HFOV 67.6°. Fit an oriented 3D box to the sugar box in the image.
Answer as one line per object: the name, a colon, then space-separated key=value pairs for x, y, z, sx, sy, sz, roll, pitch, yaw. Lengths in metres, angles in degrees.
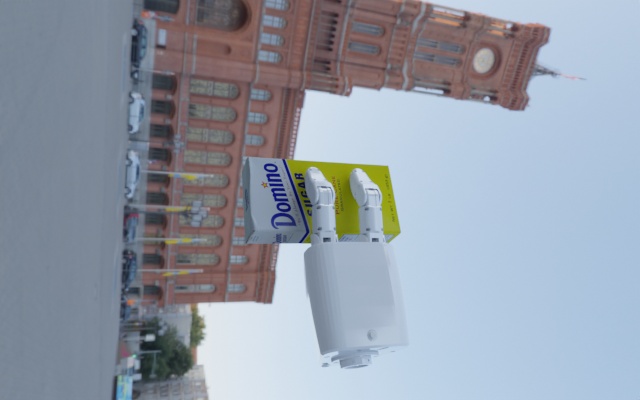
sugar box: x=0.000 y=0.002 z=0.557 sx=0.176 sy=0.093 sz=0.048 roll=2 pitch=-26 yaw=-21
